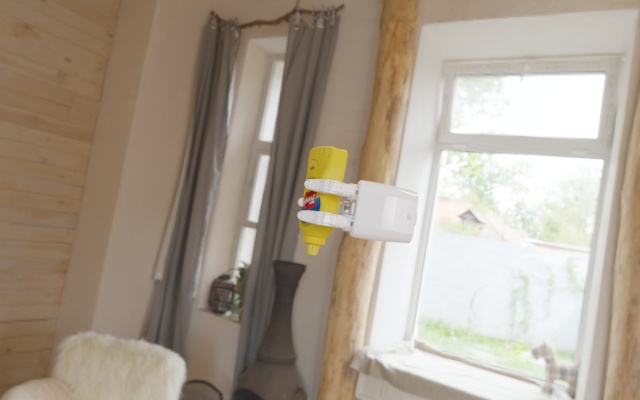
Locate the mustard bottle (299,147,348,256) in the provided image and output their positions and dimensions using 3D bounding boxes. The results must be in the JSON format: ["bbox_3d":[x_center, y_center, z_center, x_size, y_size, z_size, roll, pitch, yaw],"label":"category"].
[{"bbox_3d":[0.000,0.002,0.857,0.058,0.191,0.096,10,-3,-27],"label":"mustard bottle"}]
